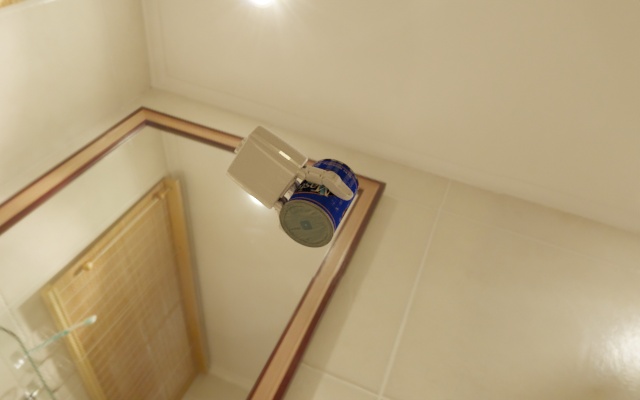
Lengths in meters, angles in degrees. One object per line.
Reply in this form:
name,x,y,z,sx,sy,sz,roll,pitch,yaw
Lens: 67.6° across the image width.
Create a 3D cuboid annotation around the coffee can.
coffee can,0.000,0.003,0.876,0.103,0.103,0.140,0,36,28
